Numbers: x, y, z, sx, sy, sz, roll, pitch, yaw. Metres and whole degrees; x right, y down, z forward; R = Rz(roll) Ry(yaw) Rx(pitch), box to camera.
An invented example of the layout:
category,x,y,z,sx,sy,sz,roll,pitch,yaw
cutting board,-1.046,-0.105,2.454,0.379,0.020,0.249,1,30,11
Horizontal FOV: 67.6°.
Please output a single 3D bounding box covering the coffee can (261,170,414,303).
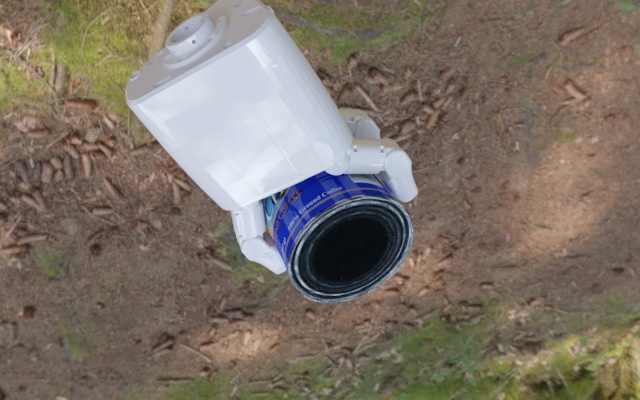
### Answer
category,x,y,z,sx,sy,sz,roll,pitch,yaw
coffee can,0.000,0.001,0.409,0.103,0.103,0.140,0,33,-25
